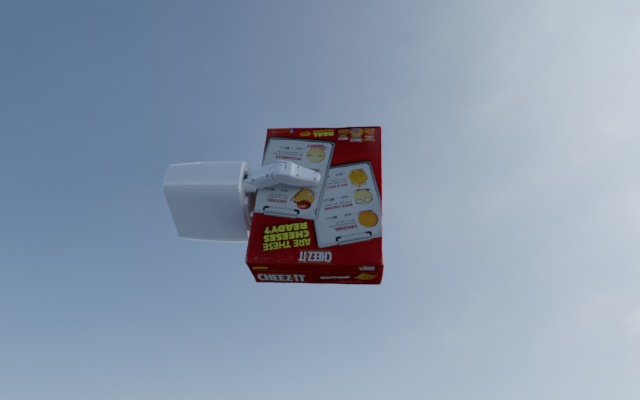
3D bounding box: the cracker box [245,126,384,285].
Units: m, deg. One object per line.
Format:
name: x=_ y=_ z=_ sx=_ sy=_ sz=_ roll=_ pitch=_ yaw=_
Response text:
cracker box: x=0.000 y=0.002 z=0.636 sx=0.164 sy=0.213 sz=0.072 roll=0 pitch=-33 yaw=6
